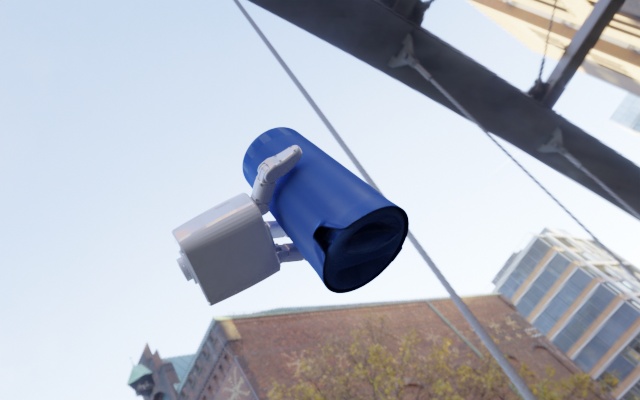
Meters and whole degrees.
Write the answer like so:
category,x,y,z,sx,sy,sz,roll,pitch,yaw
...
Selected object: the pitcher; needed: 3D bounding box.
category,x,y,z,sx,sy,sz,roll,pitch,yaw
pitcher,0.000,0.002,0.655,0.145,0.149,0.242,-28,48,-20
